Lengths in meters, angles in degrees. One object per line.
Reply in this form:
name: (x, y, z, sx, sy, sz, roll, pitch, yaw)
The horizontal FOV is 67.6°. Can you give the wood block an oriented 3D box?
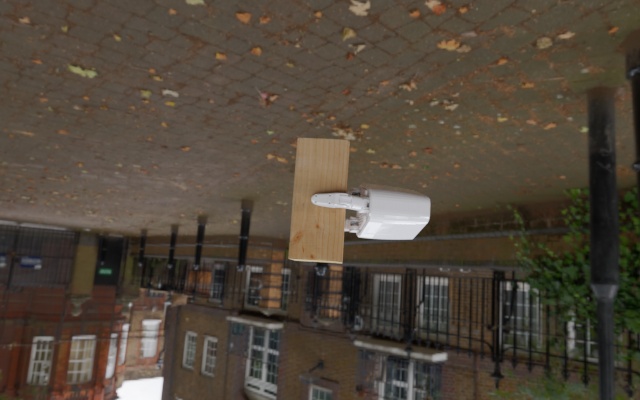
wood block: (0.001, 0.003, 0.834, 0.090, 0.206, 0.091, 3, -9, 4)
